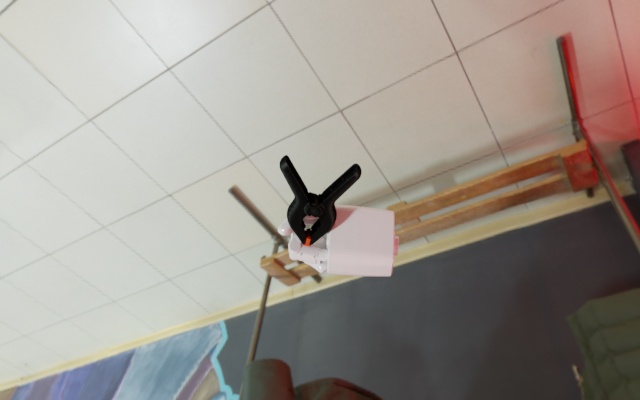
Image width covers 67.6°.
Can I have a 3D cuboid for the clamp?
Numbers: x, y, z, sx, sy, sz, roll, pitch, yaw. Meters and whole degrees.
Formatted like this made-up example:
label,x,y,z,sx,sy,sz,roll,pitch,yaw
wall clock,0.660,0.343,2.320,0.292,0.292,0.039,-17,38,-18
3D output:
label,x,y,z,sx,sy,sz,roll,pitch,yaw
clamp,0.000,0.003,0.742,0.120,0.172,0.039,4,42,4
